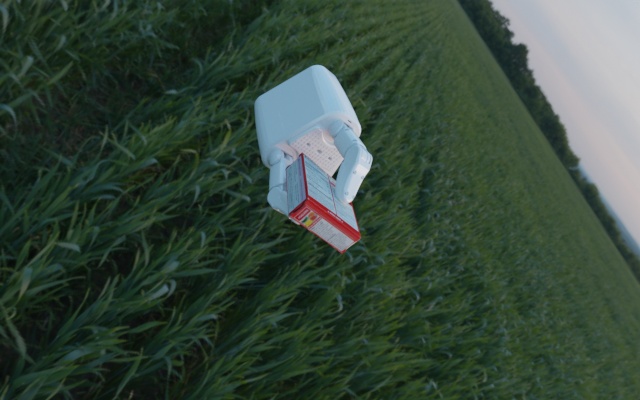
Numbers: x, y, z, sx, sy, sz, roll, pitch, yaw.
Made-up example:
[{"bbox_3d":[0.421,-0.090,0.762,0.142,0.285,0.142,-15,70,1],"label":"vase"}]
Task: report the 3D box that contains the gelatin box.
[{"bbox_3d":[0.000,0.002,0.486,0.073,0.030,0.089,37,23,-28],"label":"gelatin box"}]
